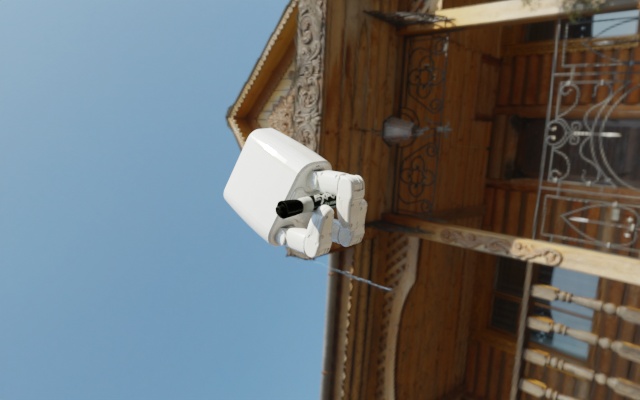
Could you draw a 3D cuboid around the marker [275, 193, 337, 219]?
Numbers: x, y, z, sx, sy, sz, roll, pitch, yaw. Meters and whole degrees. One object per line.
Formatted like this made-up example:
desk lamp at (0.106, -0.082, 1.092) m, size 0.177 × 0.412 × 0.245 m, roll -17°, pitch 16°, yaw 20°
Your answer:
marker at (0.000, 0.002, 0.517) m, size 0.121 × 0.020 × 0.020 m, roll -11°, pitch 8°, yaw -44°
